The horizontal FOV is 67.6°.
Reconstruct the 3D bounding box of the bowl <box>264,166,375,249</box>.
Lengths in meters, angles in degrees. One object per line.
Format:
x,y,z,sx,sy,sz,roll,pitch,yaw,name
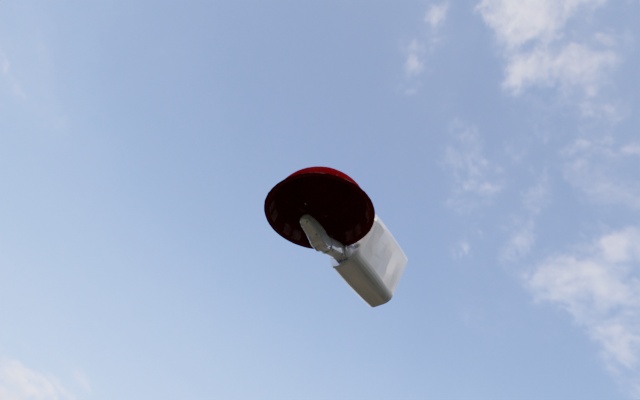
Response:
0.000,0.001,0.707,0.162,0.055,0.162,4,-44,3,bowl
